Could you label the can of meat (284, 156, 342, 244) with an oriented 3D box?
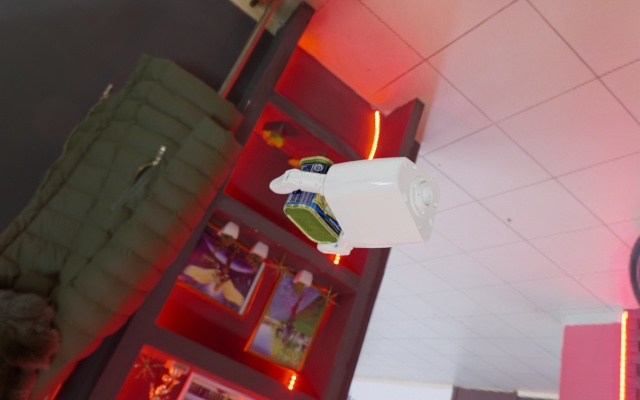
[{"bbox_3d":[0.000,0.002,0.680,0.057,0.084,0.102,-3,-36,37],"label":"can of meat"}]
